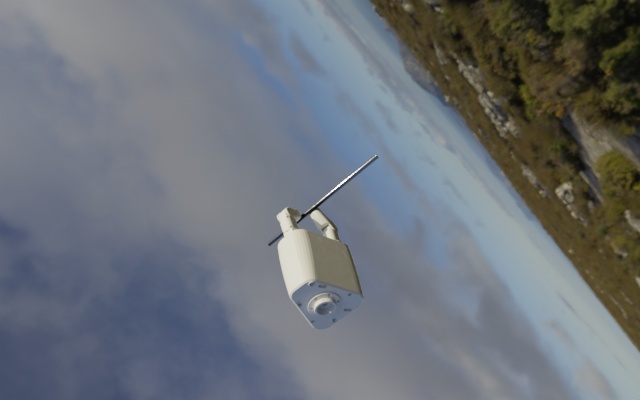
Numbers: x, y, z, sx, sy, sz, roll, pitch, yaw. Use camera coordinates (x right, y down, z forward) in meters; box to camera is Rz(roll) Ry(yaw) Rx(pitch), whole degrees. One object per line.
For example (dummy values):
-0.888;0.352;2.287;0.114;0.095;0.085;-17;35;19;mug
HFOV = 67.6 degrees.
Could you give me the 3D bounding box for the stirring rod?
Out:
0.000;0.003;0.790;0.239;0.011;0.011;-39;-13;16;stirring rod
